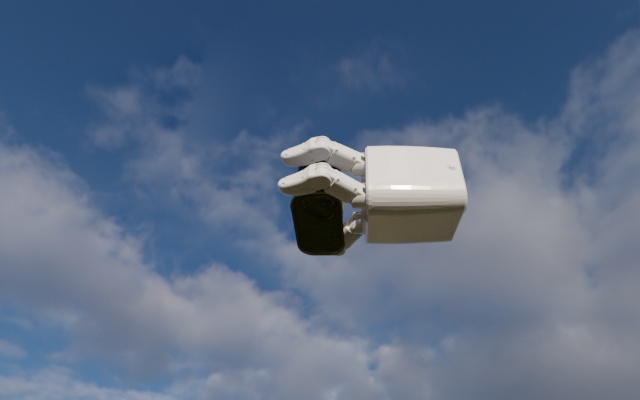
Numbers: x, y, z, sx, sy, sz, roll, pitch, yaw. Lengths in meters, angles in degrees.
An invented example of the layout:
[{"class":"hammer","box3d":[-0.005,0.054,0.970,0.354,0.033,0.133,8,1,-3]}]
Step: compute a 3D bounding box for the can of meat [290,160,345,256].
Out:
[{"class":"can of meat","box3d":[0.000,0.002,0.578,0.057,0.102,0.083,-1,43,6]}]
